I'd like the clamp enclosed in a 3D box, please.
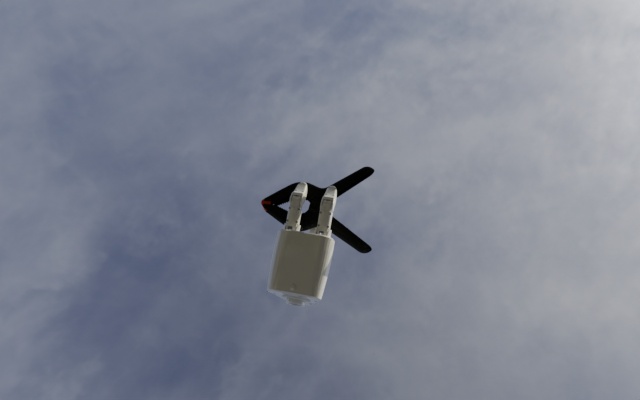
[{"bbox_3d":[0.000,0.003,0.869,0.210,0.164,0.036,8,-23,9],"label":"clamp"}]
